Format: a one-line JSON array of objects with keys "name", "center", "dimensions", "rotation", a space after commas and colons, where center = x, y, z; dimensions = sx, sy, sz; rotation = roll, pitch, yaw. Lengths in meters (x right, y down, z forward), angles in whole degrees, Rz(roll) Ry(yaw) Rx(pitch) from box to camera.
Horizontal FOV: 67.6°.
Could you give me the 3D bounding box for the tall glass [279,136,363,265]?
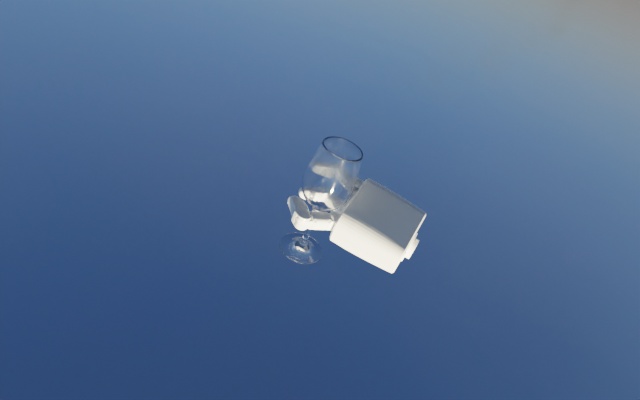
[{"name": "tall glass", "center": [0.000, 0.003, 0.731], "dimensions": [0.079, 0.201, 0.079], "rotation": [15, 34, -11]}]
